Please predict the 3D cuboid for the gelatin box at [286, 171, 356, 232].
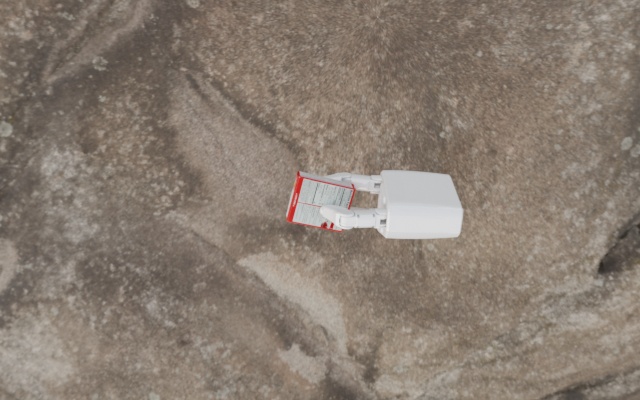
[{"bbox_3d":[0.000,0.002,0.710,0.089,0.073,0.030,12,19,-11],"label":"gelatin box"}]
